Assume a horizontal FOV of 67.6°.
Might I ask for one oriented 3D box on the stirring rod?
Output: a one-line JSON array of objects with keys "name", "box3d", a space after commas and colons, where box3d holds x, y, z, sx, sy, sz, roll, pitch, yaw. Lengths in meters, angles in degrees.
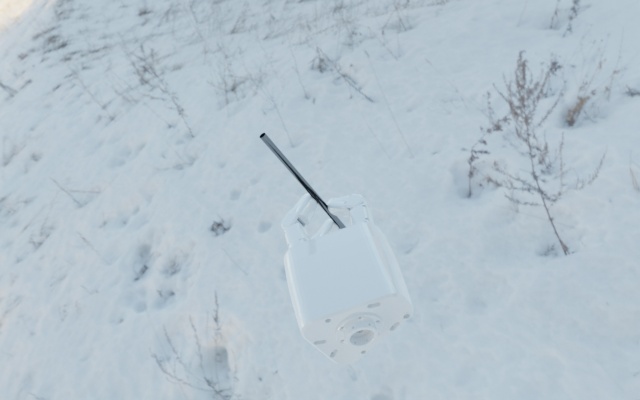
[{"name": "stirring rod", "box3d": [0.000, 0.002, 0.593, 0.011, 0.011, 0.240, 0, -37, 42]}]
